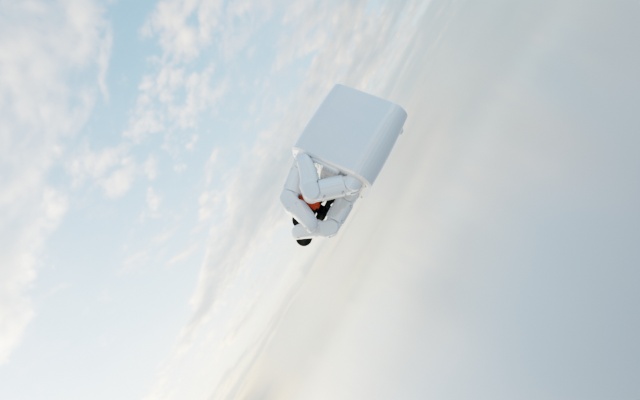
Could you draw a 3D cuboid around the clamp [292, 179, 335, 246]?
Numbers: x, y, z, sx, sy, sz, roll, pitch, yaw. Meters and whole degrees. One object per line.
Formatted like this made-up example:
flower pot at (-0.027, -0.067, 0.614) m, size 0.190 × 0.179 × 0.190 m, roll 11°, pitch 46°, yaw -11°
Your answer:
clamp at (0.000, 0.002, 0.677) m, size 0.039 × 0.120 × 0.171 m, roll 28°, pitch -12°, yaw 5°
